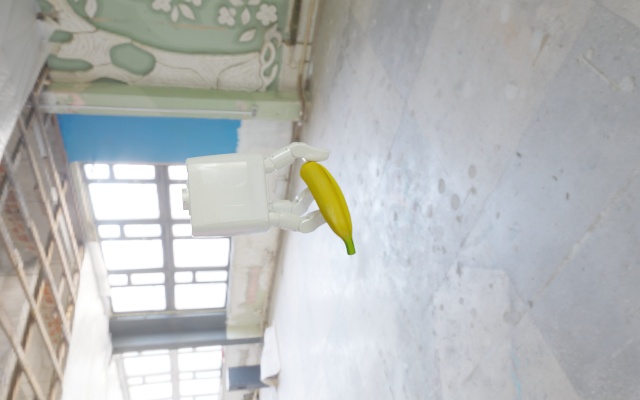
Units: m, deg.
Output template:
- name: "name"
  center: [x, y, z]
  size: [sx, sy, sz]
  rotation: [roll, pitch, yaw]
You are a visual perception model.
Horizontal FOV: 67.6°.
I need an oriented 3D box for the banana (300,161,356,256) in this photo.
- name: "banana"
  center: [0.002, -0.010, 0.667]
  size: [0.037, 0.070, 0.197]
  rotation: [-9, 40, -15]
